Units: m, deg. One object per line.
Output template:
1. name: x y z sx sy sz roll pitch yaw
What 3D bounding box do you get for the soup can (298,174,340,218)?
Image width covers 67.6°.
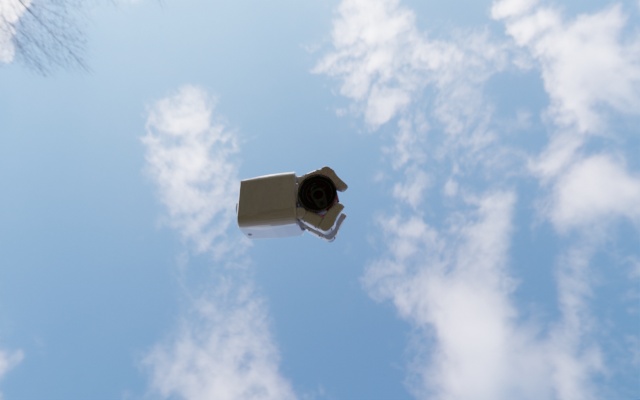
1. soup can: 0.001 0.003 0.869 0.068 0.068 0.102 0 -20 7
